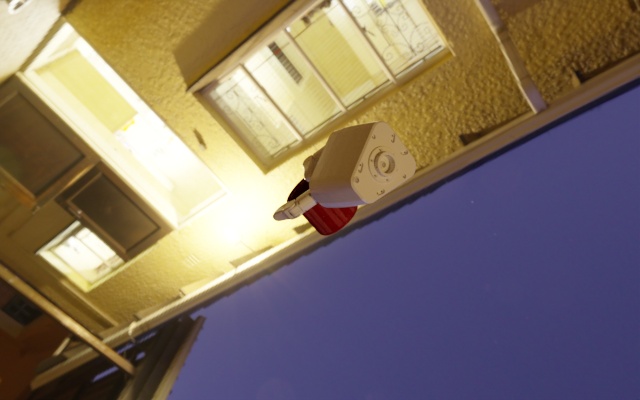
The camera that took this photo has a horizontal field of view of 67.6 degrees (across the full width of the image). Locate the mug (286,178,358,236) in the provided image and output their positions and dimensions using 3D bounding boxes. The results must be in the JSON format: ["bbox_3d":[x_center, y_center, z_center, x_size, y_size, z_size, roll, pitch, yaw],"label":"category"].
[{"bbox_3d":[-0.001,0.003,0.781,0.081,0.093,0.117,48,-24,-19],"label":"mug"}]
